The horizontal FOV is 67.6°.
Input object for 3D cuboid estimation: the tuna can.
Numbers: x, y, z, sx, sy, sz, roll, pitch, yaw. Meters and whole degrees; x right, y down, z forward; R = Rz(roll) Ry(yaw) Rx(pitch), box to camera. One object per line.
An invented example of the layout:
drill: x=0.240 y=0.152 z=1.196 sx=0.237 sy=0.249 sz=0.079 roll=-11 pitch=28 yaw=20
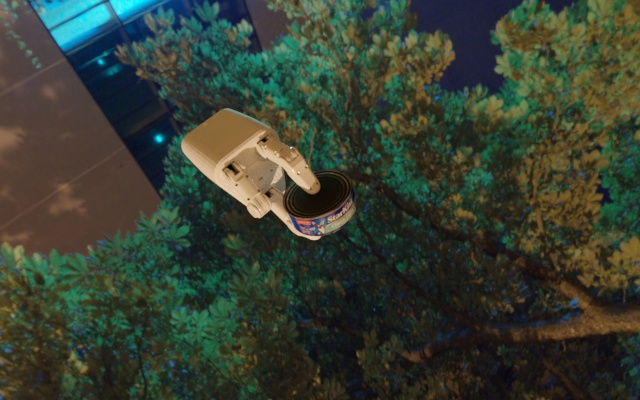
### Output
tuna can: x=0.000 y=0.002 z=0.573 sx=0.086 sy=0.034 sz=0.086 roll=-13 pitch=40 yaw=11
